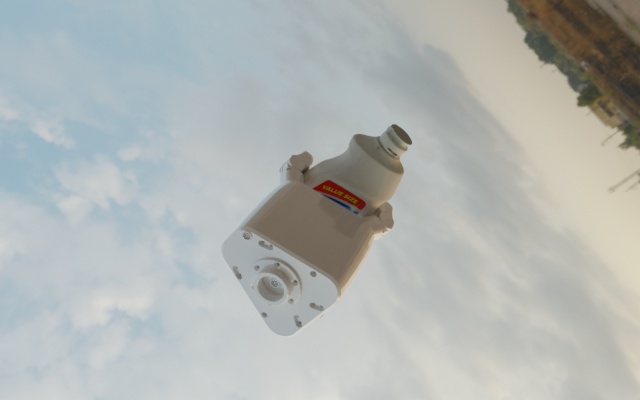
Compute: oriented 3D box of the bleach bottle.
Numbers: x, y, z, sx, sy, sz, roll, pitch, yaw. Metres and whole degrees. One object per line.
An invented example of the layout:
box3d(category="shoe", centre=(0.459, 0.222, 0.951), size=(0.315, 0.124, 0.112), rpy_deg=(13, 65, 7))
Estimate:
box3d(category="bleach bottle", centre=(0.000, 0.002, 0.550), size=(0.251, 0.102, 0.068), rpy_deg=(-44, 3, 31))
